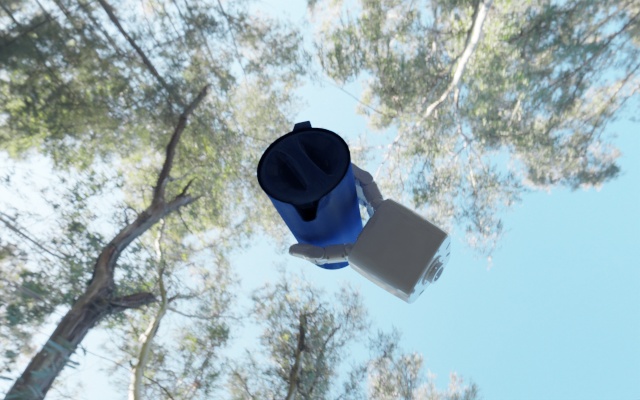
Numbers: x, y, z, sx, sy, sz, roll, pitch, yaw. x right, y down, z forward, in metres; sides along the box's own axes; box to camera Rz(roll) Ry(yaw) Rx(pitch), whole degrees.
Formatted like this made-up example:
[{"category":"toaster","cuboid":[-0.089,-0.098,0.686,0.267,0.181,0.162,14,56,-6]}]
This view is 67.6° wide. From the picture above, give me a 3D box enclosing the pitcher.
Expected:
[{"category":"pitcher","cuboid":[0.000,0.003,0.752,0.145,0.149,0.243,30,-22,29]}]
